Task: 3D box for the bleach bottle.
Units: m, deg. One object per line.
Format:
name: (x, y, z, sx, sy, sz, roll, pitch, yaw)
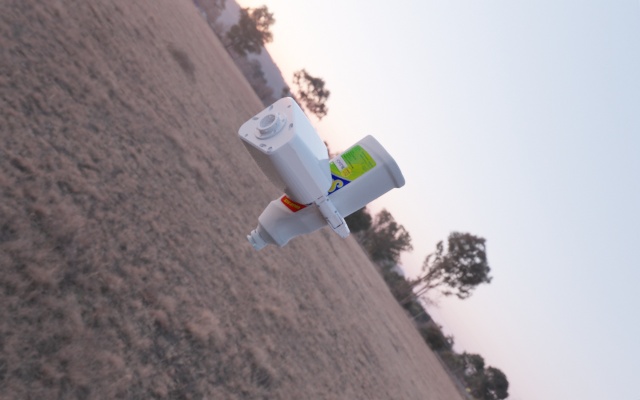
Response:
bleach bottle: (0.000, 0.002, 0.742, 0.251, 0.068, 0.102, -34, 44, 1)
